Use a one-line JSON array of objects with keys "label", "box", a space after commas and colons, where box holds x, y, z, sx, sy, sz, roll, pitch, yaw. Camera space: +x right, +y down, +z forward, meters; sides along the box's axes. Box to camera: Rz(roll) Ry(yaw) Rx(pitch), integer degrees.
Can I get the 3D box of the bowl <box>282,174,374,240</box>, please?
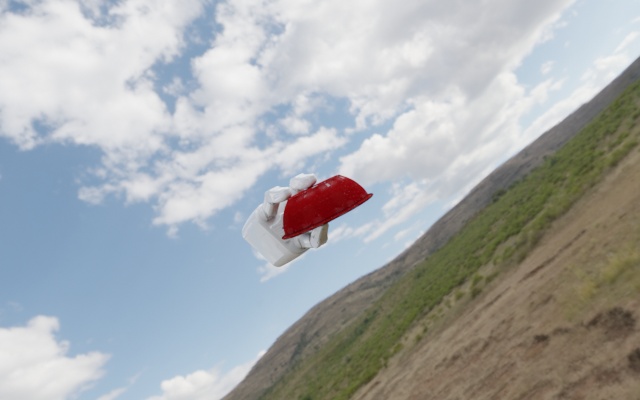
[{"label": "bowl", "box": [0.001, 0.002, 0.757, 0.162, 0.055, 0.162, -26, 4, 2]}]
